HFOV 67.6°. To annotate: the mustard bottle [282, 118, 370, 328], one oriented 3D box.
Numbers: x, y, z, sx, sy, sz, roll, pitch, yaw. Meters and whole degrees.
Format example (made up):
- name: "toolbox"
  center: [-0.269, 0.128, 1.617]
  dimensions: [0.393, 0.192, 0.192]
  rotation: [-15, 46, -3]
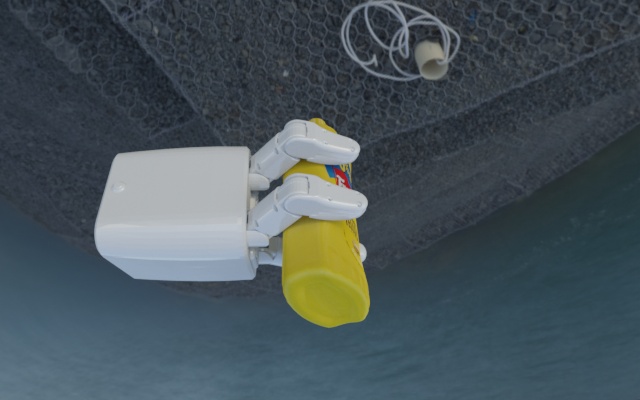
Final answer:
- name: "mustard bottle"
  center: [0.000, 0.001, 0.405]
  dimensions: [0.058, 0.191, 0.096]
  rotation: [-17, -40, 15]
